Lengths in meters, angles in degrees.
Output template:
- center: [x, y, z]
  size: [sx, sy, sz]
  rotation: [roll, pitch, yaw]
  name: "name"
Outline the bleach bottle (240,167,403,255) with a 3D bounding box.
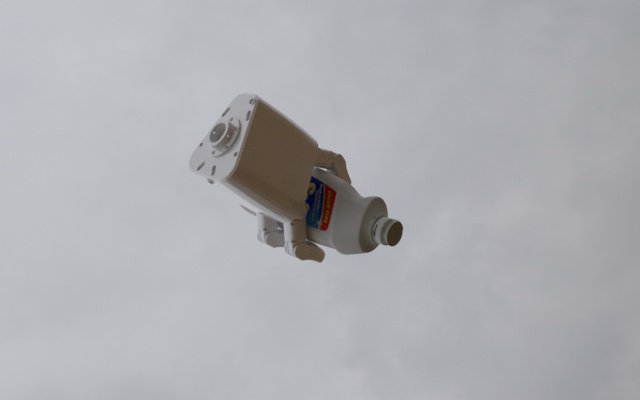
- center: [0.000, 0.002, 0.606]
  size: [0.251, 0.102, 0.068]
  rotation: [18, -12, 45]
  name: "bleach bottle"
